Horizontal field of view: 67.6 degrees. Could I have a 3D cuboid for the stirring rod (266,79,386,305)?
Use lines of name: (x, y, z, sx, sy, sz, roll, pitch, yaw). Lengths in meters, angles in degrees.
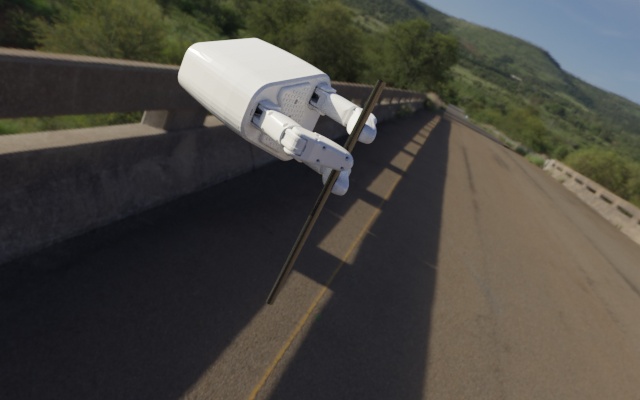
stirring rod: (0.000, 0.001, 0.438, 0.011, 0.240, 0.011, 24, 20, -9)
